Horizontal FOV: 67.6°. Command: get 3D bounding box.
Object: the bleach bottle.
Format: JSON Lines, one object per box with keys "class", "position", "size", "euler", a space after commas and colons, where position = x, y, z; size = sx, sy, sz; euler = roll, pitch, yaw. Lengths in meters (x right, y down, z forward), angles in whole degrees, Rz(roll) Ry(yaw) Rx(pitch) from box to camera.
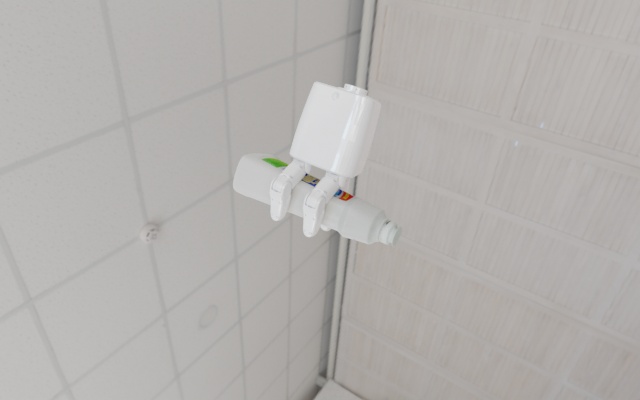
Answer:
{"class": "bleach bottle", "position": [0.000, 0.002, 0.680], "size": [0.251, 0.068, 0.102], "euler": [23, 11, 26]}
